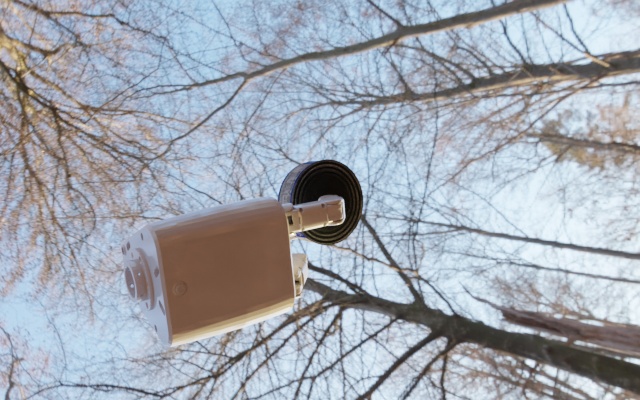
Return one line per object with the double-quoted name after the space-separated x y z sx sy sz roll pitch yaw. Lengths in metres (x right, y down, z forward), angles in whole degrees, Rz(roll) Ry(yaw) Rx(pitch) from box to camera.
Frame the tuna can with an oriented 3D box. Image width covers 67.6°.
0.000 0.002 0.488 0.086 0.086 0.034 0 1 -33 "tuna can"
